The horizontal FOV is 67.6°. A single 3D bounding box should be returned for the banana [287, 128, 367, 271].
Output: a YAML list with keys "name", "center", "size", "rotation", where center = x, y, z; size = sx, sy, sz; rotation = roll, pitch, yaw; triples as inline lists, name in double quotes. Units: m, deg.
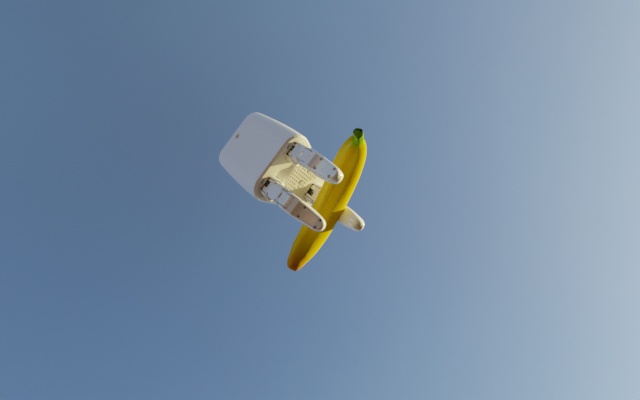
- name: "banana"
  center: [0.010, -0.003, 0.590]
  size: [0.037, 0.198, 0.069]
  rotation: [32, 21, 22]
